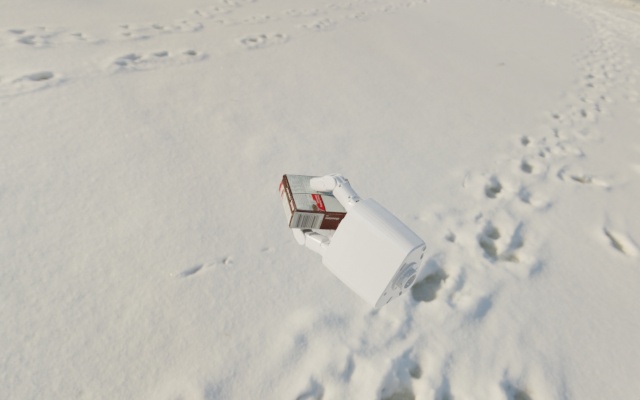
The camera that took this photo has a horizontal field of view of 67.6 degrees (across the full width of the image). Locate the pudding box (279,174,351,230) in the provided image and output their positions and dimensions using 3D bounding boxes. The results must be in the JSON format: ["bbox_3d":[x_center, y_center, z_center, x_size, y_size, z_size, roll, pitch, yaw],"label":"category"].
[{"bbox_3d":[0.000,0.002,0.733,0.113,0.039,0.090,5,38,-22],"label":"pudding box"}]
